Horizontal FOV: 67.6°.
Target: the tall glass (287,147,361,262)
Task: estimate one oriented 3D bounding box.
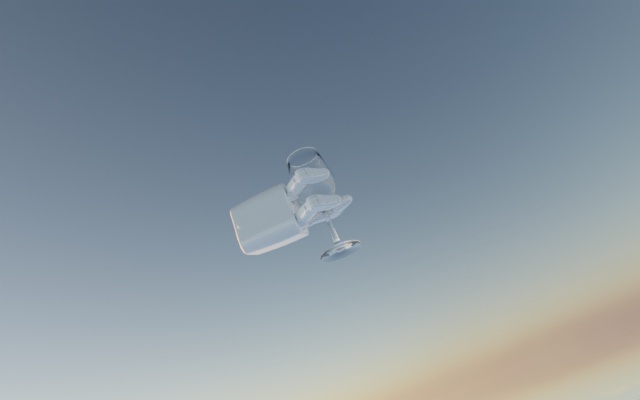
[{"bbox_3d":[0.001,0.003,0.843,0.079,0.201,0.079,-18,-26,-9],"label":"tall glass"}]
